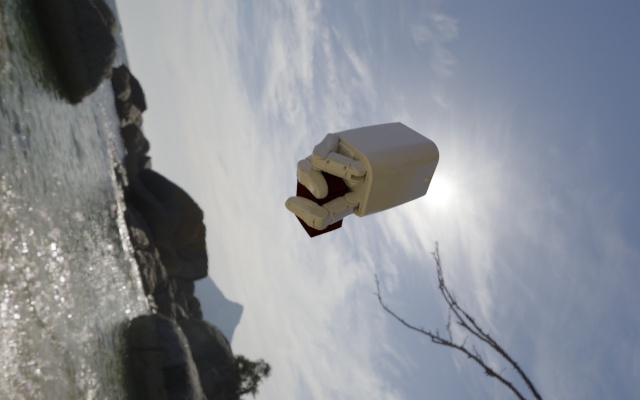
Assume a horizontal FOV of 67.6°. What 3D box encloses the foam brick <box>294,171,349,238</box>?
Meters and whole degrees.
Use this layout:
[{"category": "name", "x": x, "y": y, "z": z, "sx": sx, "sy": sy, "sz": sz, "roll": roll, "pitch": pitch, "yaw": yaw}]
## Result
[{"category": "foam brick", "x": 0.000, "y": 0.002, "z": 0.644, "sx": 0.051, "sy": 0.078, "sz": 0.053, "roll": -18, "pitch": 52, "yaw": -23}]
